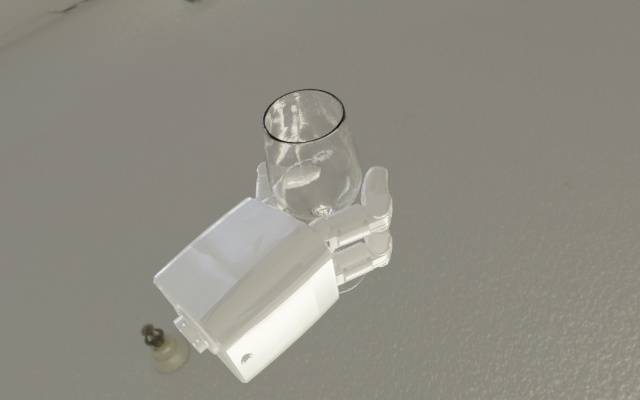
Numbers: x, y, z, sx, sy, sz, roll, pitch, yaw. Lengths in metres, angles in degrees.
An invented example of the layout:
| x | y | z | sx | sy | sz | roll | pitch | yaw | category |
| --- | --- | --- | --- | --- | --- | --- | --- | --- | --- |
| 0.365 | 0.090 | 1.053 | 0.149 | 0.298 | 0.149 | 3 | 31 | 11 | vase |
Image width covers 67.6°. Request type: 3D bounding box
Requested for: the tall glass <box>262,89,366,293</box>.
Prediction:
| x | y | z | sx | sy | sz | roll | pitch | yaw | category |
| --- | --- | --- | --- | --- | --- | --- | --- | --- | --- |
| 0.000 | 0.002 | 0.424 | 0.079 | 0.079 | 0.201 | 0 | -40 | 9 | tall glass |
